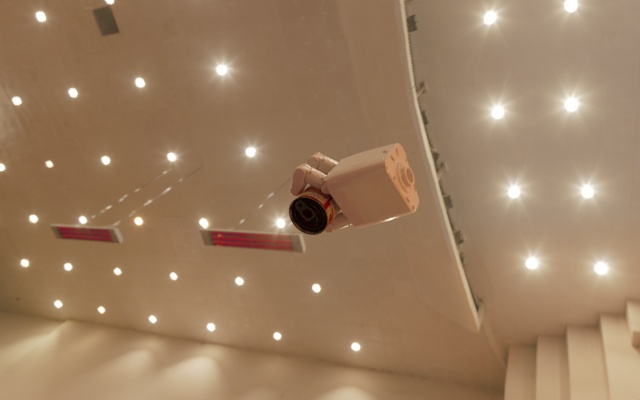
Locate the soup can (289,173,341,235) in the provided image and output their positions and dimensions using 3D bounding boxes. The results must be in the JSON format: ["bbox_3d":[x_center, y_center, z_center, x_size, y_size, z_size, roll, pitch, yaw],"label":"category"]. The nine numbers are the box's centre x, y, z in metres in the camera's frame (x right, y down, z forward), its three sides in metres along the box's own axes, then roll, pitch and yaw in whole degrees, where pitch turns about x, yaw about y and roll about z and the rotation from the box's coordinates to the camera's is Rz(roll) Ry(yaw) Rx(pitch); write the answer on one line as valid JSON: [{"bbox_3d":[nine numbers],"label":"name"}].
[{"bbox_3d":[0.000,0.003,0.792,0.068,0.068,0.102,0,26,26],"label":"soup can"}]
